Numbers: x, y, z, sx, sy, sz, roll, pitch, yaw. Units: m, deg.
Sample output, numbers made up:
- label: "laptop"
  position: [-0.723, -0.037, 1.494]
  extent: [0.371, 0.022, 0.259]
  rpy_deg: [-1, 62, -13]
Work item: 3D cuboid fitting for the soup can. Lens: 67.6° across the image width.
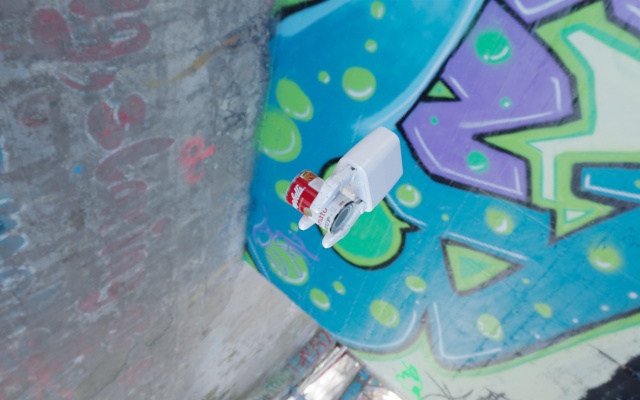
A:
- label: "soup can"
  position: [0.000, 0.003, 0.811]
  extent: [0.102, 0.068, 0.068]
  rpy_deg: [35, 14, 20]
